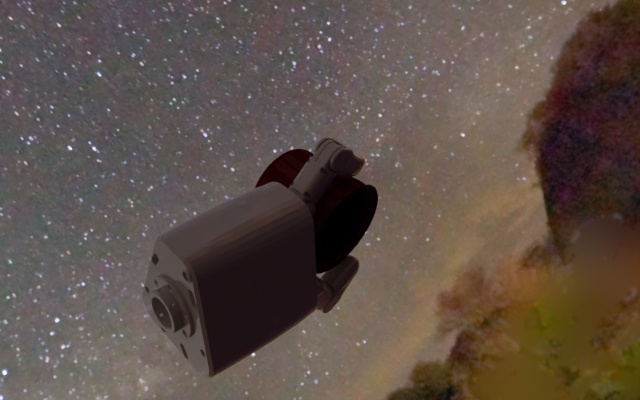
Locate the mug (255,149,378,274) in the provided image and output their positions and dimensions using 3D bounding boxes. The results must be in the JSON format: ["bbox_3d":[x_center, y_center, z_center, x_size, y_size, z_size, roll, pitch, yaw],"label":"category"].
[{"bbox_3d":[0.001,0.001,0.444,0.081,0.093,0.117,36,42,27],"label":"mug"}]
